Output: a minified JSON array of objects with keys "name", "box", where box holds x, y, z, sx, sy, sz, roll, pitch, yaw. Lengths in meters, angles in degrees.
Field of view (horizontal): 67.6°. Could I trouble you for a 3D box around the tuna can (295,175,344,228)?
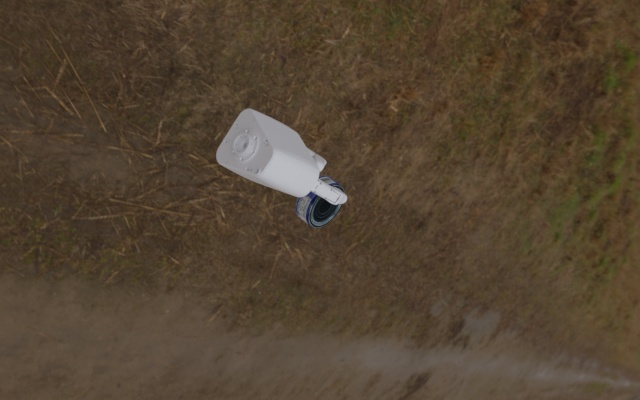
[{"name":"tuna can","box":[0.001,0.003,0.799,0.033,0.086,0.086,36,21,33]}]
